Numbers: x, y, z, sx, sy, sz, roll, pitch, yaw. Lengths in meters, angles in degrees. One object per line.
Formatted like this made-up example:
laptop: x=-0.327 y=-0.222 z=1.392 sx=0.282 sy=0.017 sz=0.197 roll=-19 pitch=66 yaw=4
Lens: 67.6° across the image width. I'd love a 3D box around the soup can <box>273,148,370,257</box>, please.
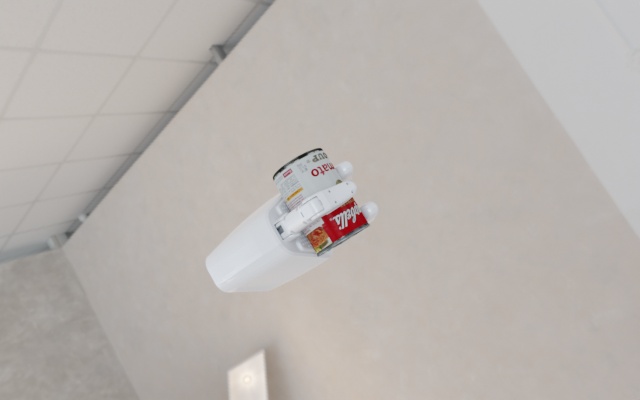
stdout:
soup can: x=0.000 y=0.001 z=0.531 sx=0.068 sy=0.102 sz=0.068 roll=-30 pitch=-7 yaw=-4
